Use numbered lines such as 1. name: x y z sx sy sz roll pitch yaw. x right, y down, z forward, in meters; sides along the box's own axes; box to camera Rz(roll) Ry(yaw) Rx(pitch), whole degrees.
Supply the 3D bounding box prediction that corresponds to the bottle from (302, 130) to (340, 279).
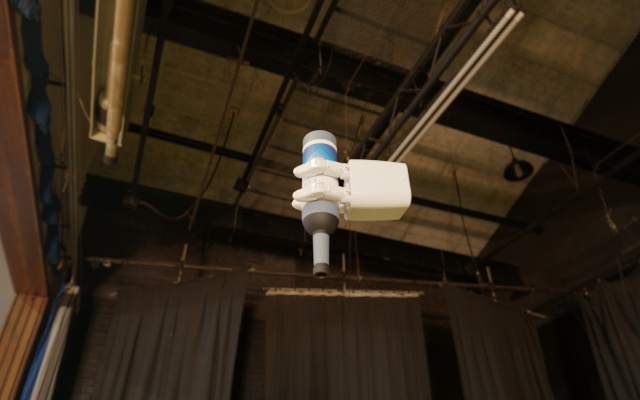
1. bottle: 0.000 0.003 0.863 0.069 0.295 0.069 -1 -36 0
